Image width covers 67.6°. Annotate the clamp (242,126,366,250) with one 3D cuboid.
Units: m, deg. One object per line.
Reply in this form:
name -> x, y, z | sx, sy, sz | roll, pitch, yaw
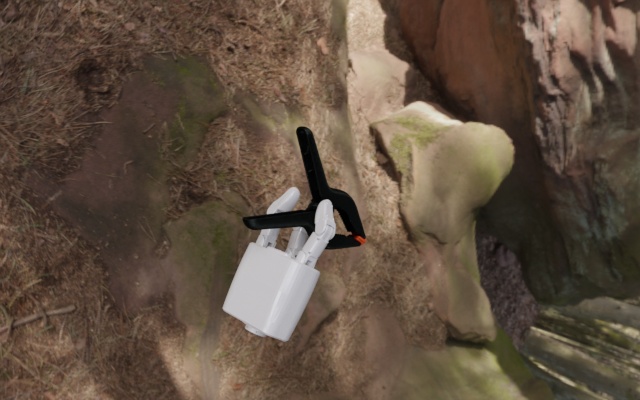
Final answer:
clamp -> 0.001, 0.003, 0.710 | 0.210, 0.164, 0.036 | 31, -12, -36
